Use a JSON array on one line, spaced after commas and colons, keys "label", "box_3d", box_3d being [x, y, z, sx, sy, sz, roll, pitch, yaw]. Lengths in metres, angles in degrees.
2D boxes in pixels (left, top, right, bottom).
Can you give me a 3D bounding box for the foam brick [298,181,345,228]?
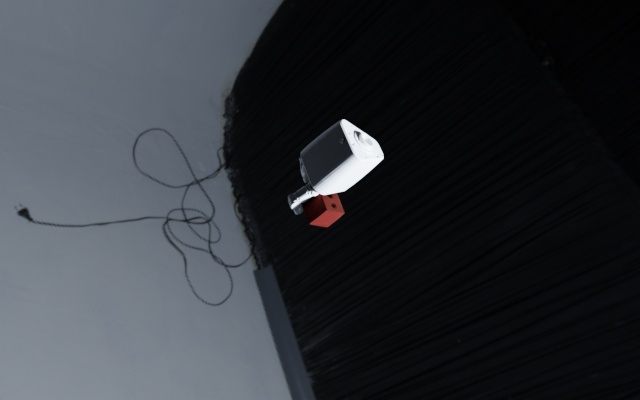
[{"label": "foam brick", "box_3d": [0.000, 0.003, 0.897, 0.051, 0.078, 0.053, -37, -30, 30]}]
